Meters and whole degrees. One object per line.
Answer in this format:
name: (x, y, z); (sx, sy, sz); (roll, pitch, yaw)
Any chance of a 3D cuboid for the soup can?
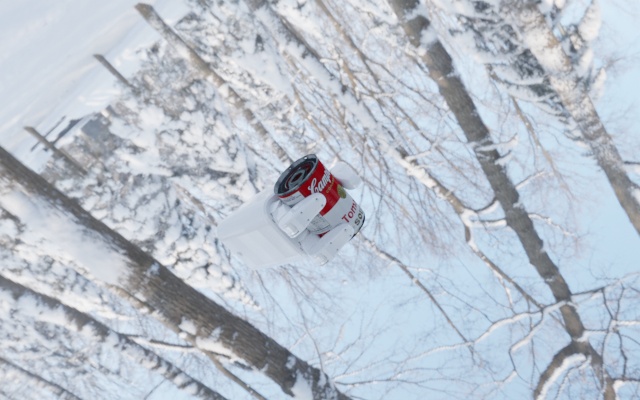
soup can: (0.001, 0.002, 0.592); (0.102, 0.068, 0.068); (48, -25, -25)
